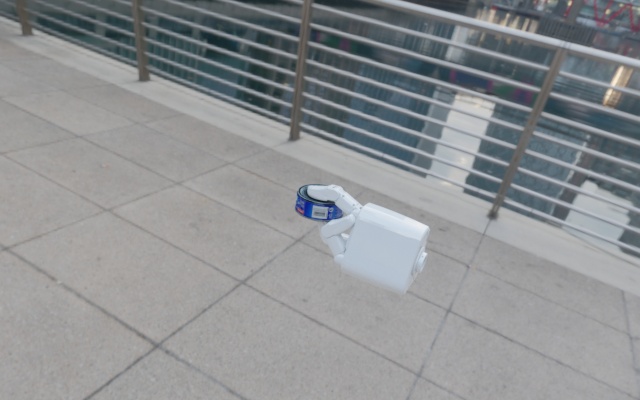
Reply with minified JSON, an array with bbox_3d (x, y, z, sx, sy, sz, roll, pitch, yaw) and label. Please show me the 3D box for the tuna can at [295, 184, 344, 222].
[{"bbox_3d":[0.000,0.002,0.816,0.086,0.034,0.086,7,24,-3],"label":"tuna can"}]
